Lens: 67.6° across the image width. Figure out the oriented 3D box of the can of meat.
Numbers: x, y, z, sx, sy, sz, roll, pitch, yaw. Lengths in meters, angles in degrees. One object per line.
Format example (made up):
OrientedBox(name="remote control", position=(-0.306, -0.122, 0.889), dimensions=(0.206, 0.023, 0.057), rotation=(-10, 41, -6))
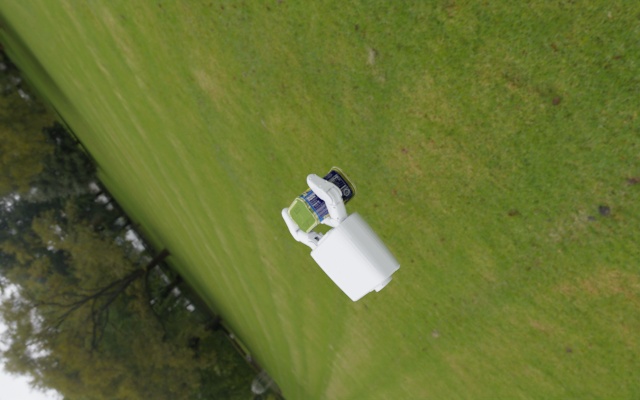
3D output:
OrientedBox(name="can of meat", position=(0.000, 0.003, 0.761), dimensions=(0.084, 0.057, 0.102), rotation=(-39, -4, -22))
